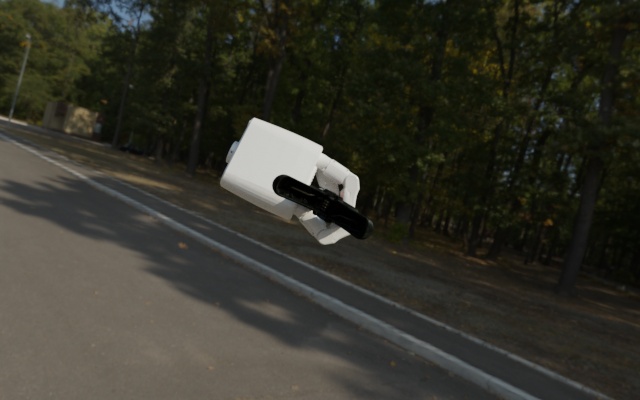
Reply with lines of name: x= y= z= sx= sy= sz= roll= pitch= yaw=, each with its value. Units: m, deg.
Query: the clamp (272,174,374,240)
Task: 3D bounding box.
clamp: x=0.001 y=0.001 z=0.583 sx=0.120 sy=0.039 sz=0.171 roll=34 pitch=0 yaw=-4
